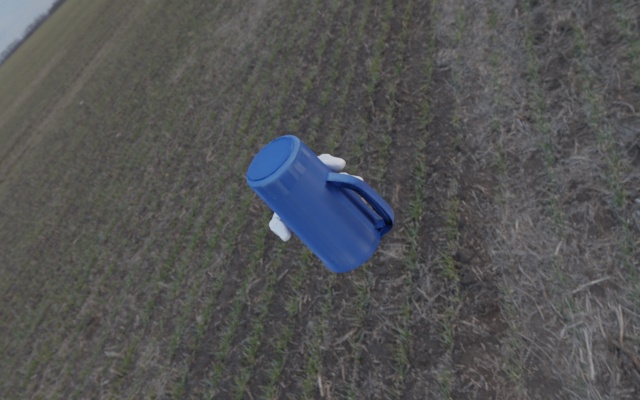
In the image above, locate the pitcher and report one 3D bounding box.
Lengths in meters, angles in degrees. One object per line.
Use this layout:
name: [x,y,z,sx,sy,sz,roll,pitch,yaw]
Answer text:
pitcher: [0.000,0.003,0.804,0.243,0.149,0.145,46,-3,-34]
